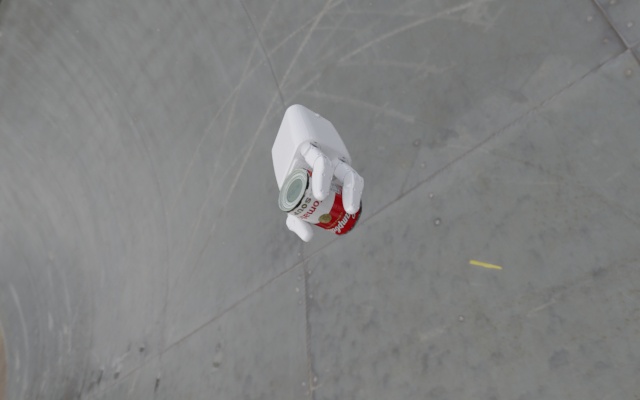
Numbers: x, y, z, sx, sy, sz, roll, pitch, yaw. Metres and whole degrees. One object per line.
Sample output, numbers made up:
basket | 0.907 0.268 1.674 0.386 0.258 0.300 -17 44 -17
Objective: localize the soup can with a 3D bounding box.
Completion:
soup can | 0.000 0.003 0.680 0.102 0.068 0.068 25 -14 -33
